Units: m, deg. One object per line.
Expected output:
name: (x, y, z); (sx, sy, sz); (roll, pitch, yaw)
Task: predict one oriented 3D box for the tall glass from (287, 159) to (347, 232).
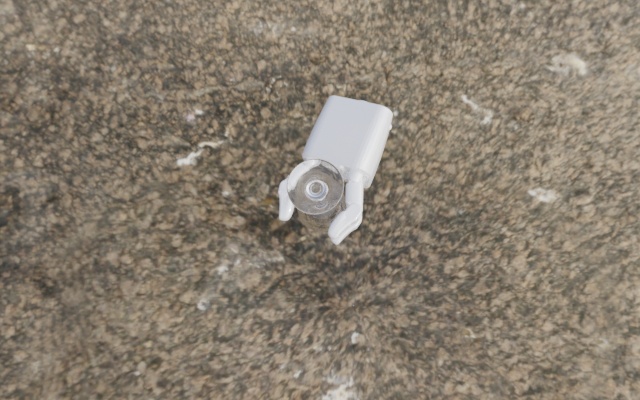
tall glass: (0.000, 0.002, 0.712); (0.079, 0.079, 0.201); (0, -12, 4)
